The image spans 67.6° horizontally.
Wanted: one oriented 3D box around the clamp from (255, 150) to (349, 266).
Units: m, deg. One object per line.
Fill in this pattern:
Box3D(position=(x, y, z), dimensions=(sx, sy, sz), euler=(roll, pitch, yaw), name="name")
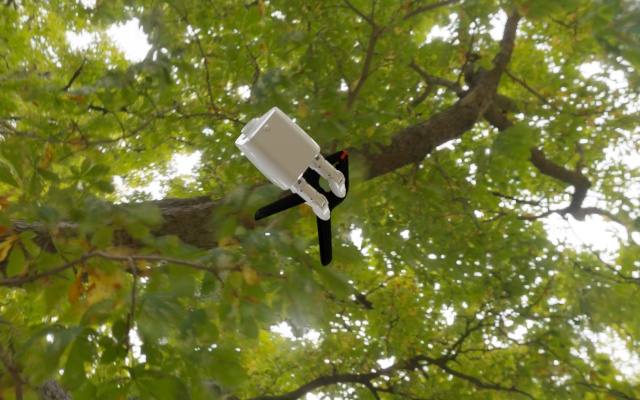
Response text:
Box3D(position=(0.000, 0.002, 0.869), dimensions=(0.164, 0.210, 0.036), euler=(43, -22, -18), name="clamp")
